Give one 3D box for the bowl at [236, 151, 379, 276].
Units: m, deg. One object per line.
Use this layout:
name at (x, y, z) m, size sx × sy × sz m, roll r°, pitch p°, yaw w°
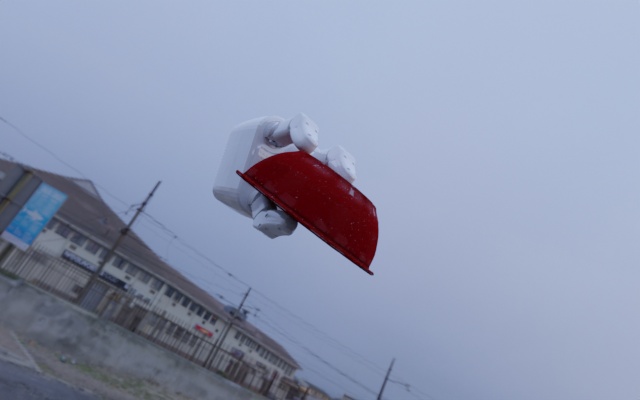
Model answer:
bowl at (0.001, 0.002, 0.453) m, size 0.162 × 0.055 × 0.162 m, roll 37°, pitch -2°, yaw 2°
